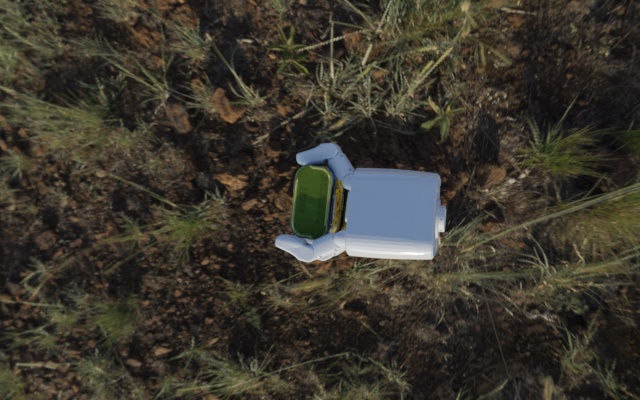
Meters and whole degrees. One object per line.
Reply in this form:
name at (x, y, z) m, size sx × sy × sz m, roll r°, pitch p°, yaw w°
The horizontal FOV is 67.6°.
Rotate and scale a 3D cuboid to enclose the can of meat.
can of meat at (0.000, 0.002, 0.652) m, size 0.057 × 0.102 × 0.084 m, roll 6°, pitch 2°, yaw 17°
